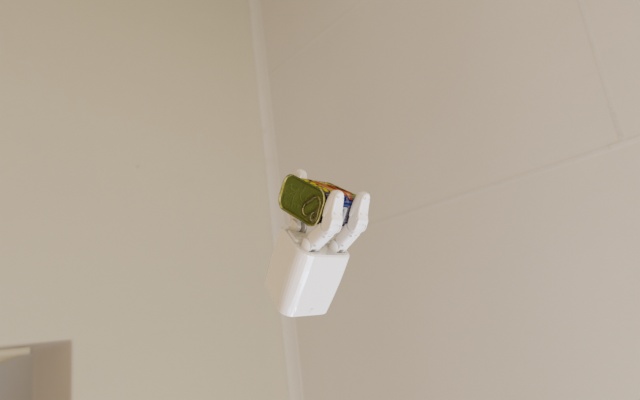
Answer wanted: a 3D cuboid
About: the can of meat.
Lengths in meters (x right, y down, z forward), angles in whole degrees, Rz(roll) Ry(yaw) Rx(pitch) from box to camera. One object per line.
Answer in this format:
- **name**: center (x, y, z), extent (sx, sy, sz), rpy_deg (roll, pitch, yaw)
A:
- **can of meat**: center (0.000, 0.002, 0.727), extent (0.084, 0.057, 0.102), rpy_deg (7, 14, -42)
